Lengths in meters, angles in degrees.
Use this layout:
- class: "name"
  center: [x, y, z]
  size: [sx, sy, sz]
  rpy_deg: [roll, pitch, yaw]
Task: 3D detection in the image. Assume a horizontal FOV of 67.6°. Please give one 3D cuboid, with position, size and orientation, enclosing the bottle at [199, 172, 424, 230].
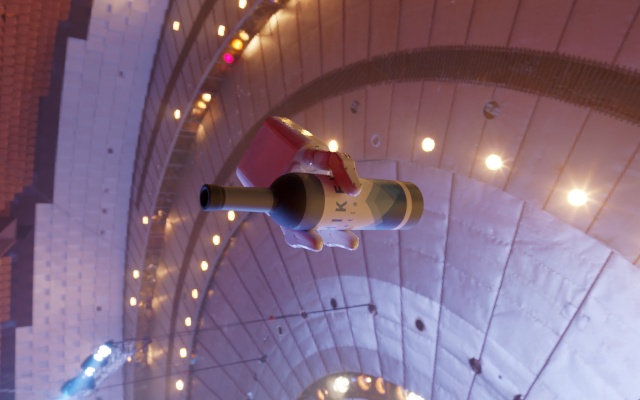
- class: "bottle"
  center: [0.000, 0.002, 0.572]
  size: [0.296, 0.069, 0.069]
  rpy_deg: [2, -2, -37]
